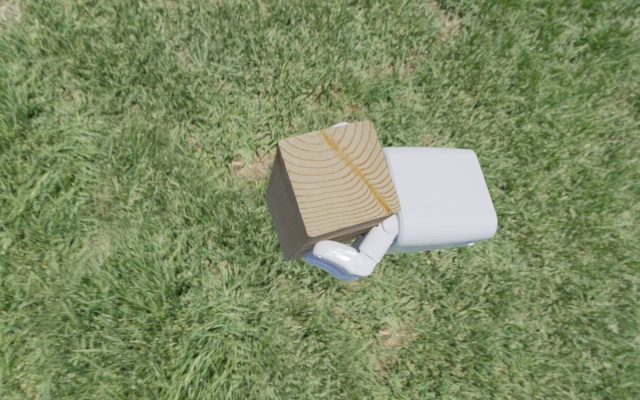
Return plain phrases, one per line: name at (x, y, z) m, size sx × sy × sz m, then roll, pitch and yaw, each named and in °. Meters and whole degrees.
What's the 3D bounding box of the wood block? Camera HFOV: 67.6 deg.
wood block at (0.000, 0.001, 0.511) m, size 0.090 × 0.091 × 0.206 m, roll -15°, pitch -10°, yaw -13°
